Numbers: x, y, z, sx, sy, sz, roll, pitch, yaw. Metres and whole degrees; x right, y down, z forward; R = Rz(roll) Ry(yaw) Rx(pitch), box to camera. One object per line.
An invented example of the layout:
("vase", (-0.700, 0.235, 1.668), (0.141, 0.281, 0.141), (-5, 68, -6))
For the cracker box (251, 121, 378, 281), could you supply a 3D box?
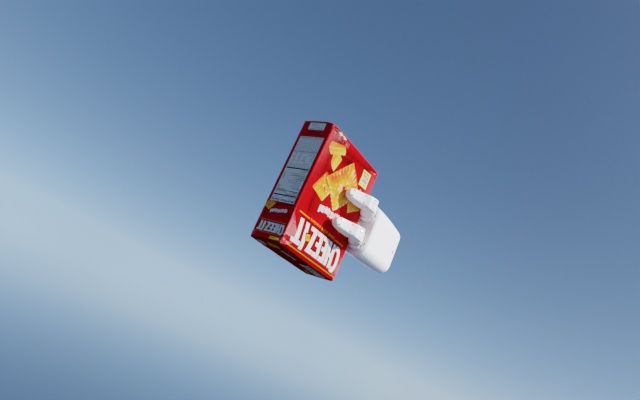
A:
("cracker box", (0.000, 0.002, 0.787), (0.072, 0.213, 0.164), (10, -22, 38))
